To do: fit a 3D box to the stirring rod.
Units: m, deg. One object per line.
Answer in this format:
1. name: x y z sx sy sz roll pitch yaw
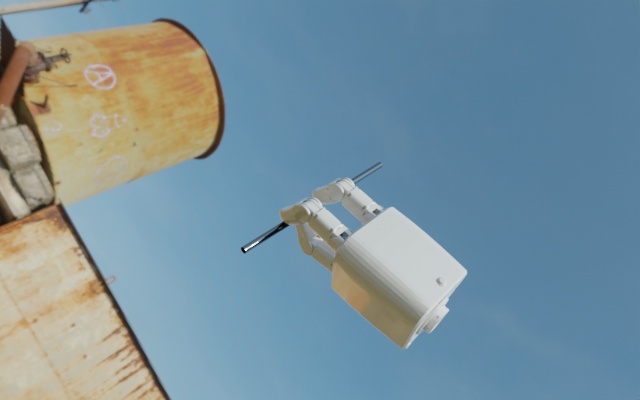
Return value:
1. stirring rod: 0.000 0.002 0.574 0.239 0.011 0.011 -32 21 -37
